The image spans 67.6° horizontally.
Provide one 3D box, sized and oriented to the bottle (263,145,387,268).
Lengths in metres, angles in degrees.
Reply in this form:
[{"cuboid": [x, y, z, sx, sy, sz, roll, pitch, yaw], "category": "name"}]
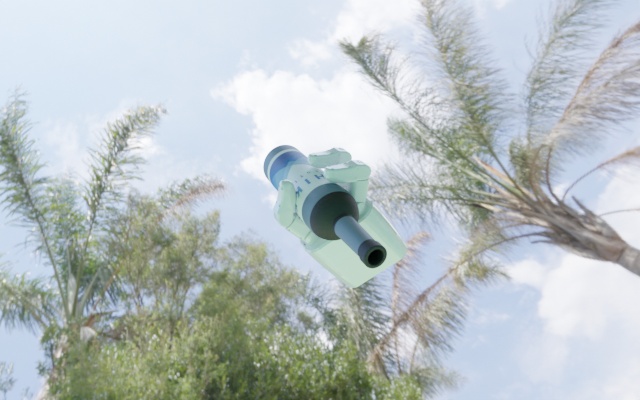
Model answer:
[{"cuboid": [0.000, 0.002, 0.617, 0.069, 0.069, 0.295, 0, 23, -25], "category": "bottle"}]
